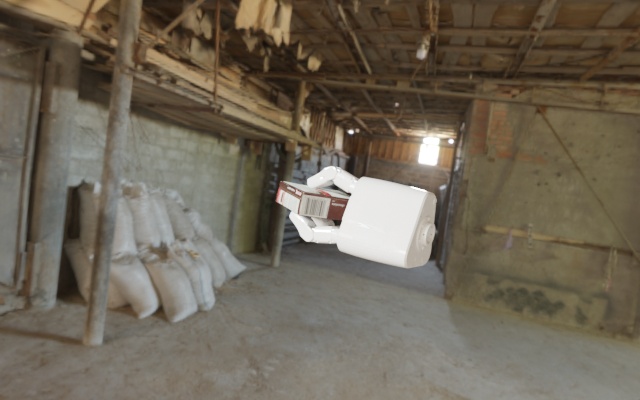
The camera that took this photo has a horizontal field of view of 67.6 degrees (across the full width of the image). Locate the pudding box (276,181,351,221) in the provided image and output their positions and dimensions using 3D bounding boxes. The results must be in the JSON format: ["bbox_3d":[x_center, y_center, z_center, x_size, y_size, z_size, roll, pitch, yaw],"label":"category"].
[{"bbox_3d":[0.000,0.002,0.742,0.113,0.039,0.090,10,7,-29],"label":"pudding box"}]
